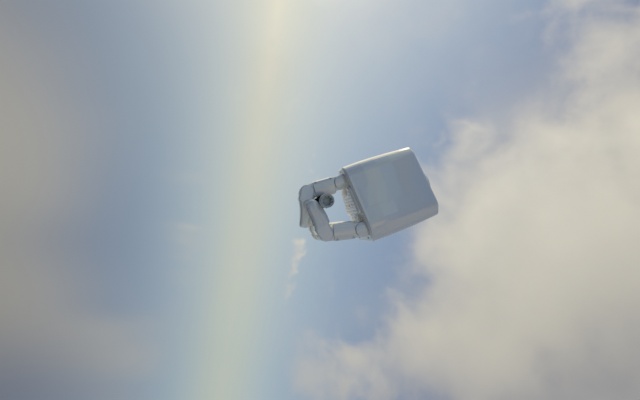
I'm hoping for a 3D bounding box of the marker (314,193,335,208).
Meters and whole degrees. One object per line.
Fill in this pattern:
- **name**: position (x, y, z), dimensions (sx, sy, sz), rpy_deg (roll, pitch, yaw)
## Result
- **marker**: position (0.000, 0.002, 0.680), dimensions (0.020, 0.020, 0.121), rpy_deg (0, -2, -9)
